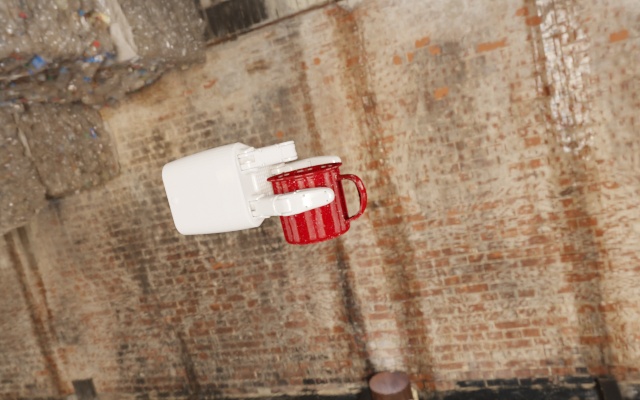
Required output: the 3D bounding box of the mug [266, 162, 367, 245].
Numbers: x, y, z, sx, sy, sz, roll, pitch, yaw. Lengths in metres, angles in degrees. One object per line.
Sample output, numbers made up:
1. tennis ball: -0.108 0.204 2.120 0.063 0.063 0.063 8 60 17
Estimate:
1. mug: 0.001 0.002 0.566 0.117 0.081 0.093 -9 9 23
